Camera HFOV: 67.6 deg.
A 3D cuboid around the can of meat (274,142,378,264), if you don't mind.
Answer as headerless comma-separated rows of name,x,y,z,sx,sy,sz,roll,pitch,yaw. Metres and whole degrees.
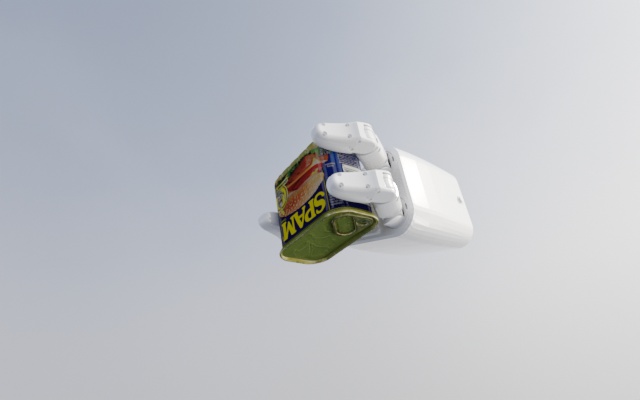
can of meat,0.000,0.001,0.459,0.057,0.084,0.102,14,-38,-35
